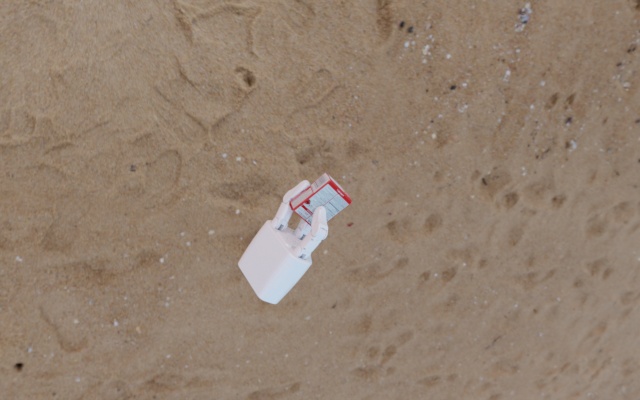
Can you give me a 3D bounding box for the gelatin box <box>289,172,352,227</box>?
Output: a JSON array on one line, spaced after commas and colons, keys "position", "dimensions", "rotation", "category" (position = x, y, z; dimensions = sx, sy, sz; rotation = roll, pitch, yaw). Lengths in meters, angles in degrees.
[{"position": [0.001, 0.003, 0.855], "dimensions": [0.073, 0.089, 0.030], "rotation": [43, 14, -39], "category": "gelatin box"}]
